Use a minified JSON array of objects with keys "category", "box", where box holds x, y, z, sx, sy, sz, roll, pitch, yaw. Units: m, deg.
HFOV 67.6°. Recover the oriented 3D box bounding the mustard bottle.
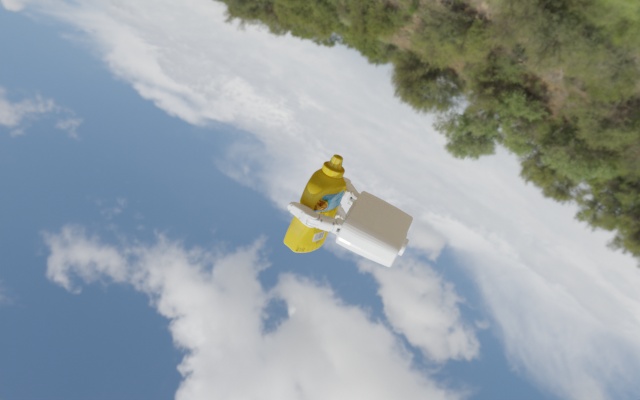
[{"category":"mustard bottle","box":[0.000,0.003,0.873,0.058,0.192,0.096,39,32,28]}]
